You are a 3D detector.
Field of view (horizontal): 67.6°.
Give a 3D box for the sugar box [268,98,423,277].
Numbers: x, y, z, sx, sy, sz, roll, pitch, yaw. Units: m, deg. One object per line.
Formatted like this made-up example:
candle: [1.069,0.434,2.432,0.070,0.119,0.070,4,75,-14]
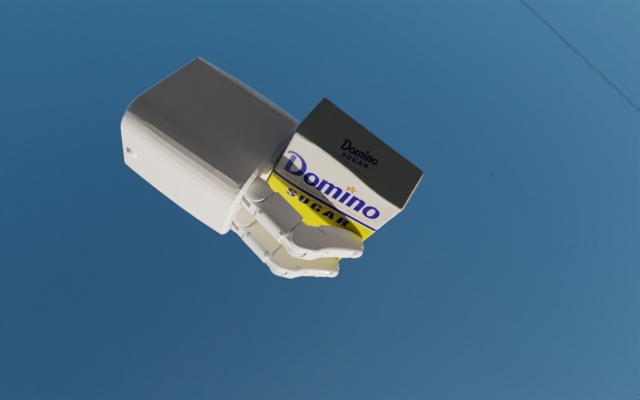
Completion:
sugar box: [0.000,0.002,0.403,0.093,0.048,0.176,37,-29,-1]
